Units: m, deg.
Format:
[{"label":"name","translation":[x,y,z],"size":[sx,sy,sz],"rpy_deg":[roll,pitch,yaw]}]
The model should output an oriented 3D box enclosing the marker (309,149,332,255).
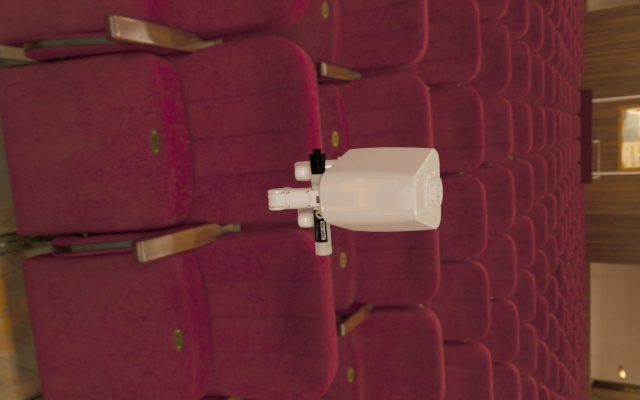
[{"label":"marker","translation":[0.000,0.002,0.543],"size":[0.020,0.121,0.020],"rpy_deg":[-4,8,1]}]
